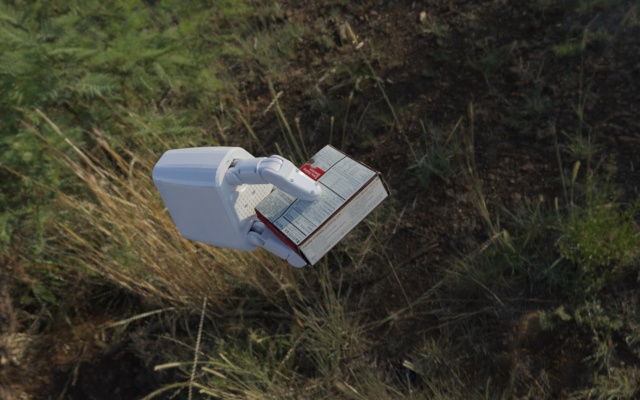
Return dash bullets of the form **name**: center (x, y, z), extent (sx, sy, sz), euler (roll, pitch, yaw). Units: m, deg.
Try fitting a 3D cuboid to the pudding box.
- **pudding box**: center (0.000, 0.001, 0.489), extent (0.090, 0.113, 0.039), euler (37, -15, 45)
